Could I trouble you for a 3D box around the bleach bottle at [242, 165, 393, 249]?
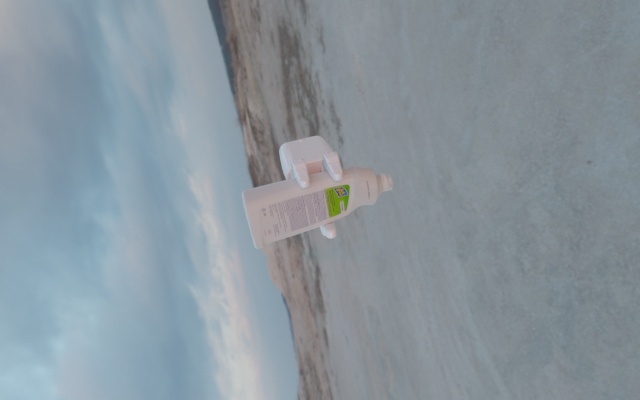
[{"bbox_3d":[0.000,0.003,0.811,0.251,0.103,0.068,-13,34,-7],"label":"bleach bottle"}]
